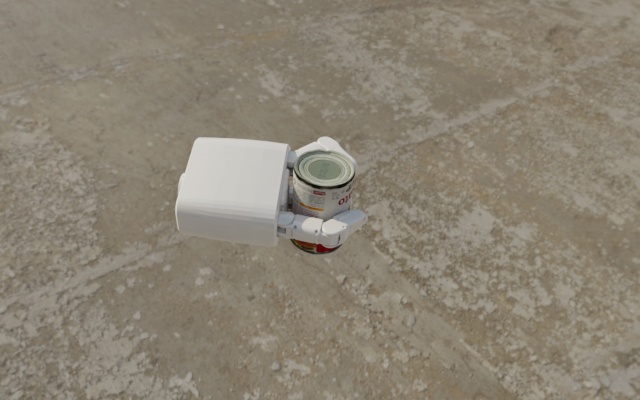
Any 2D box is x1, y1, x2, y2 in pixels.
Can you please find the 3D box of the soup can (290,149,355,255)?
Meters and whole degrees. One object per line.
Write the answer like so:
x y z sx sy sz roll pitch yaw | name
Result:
0.001 0.002 0.536 0.068 0.102 0.068 4 42 -3 | soup can
